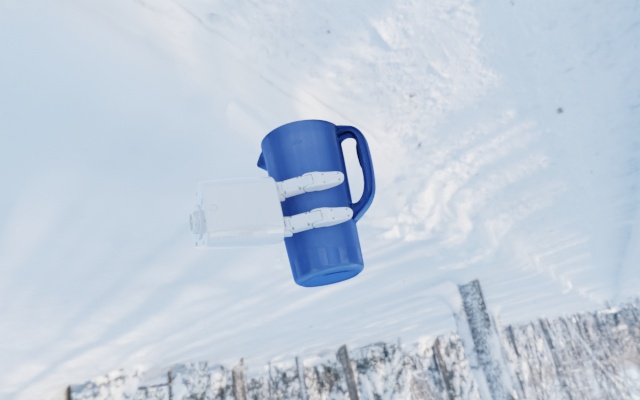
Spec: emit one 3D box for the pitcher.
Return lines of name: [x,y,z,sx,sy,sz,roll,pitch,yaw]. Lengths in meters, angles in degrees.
pitcher: [0.000,0.002,0.744,0.145,0.242,0.149,-2,-21,-27]
